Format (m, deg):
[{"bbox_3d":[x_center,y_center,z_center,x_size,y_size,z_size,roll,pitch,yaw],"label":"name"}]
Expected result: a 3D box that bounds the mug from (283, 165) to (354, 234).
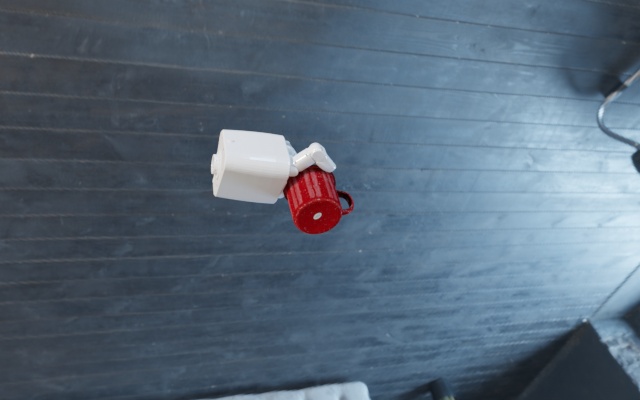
[{"bbox_3d":[0.001,0.003,0.796,0.117,0.093,0.081,6,39,-20],"label":"mug"}]
